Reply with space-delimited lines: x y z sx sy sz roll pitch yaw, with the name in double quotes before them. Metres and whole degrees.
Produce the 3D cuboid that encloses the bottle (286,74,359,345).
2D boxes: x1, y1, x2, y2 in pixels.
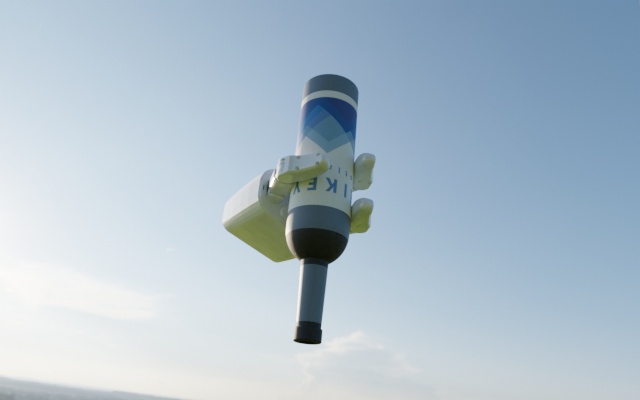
"bottle" 0.000 0.001 0.513 0.069 0.295 0.069 4 -25 2
